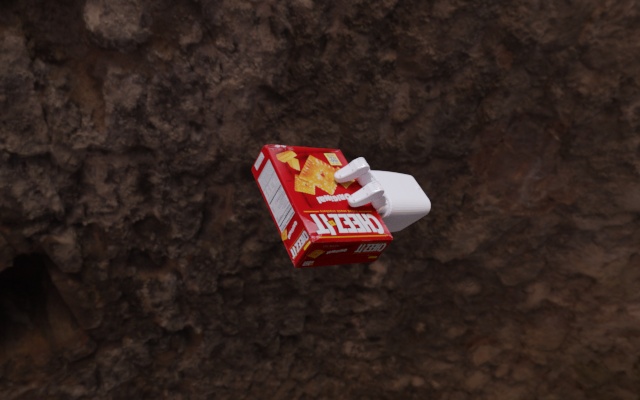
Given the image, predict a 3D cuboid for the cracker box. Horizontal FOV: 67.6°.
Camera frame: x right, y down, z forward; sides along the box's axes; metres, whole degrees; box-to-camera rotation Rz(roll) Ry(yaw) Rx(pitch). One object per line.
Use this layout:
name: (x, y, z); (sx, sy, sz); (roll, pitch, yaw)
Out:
cracker box: (0.000, 0.003, 0.796); (0.164, 0.213, 0.072); (1, -43, -36)
